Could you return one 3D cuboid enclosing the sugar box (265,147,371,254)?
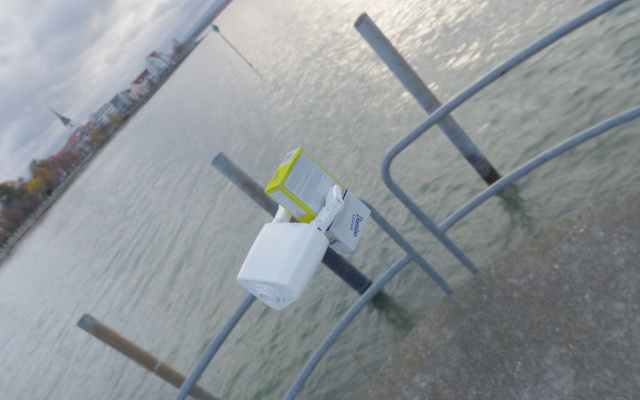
[{"bbox_3d":[0.000,0.003,0.796,0.176,0.093,0.048,43,-36,-23],"label":"sugar box"}]
